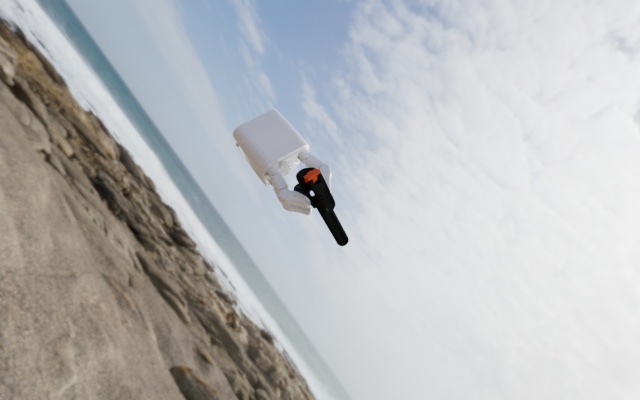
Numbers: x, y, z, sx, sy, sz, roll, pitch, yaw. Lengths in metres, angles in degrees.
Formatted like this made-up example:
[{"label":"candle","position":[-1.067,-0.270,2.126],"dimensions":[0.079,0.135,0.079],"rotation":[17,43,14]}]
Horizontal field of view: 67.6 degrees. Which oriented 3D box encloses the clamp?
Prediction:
[{"label":"clamp","position":[0.001,0.002,0.888],"dimensions":[0.036,0.164,0.210],"rotation":[-38,-13,-11]}]
